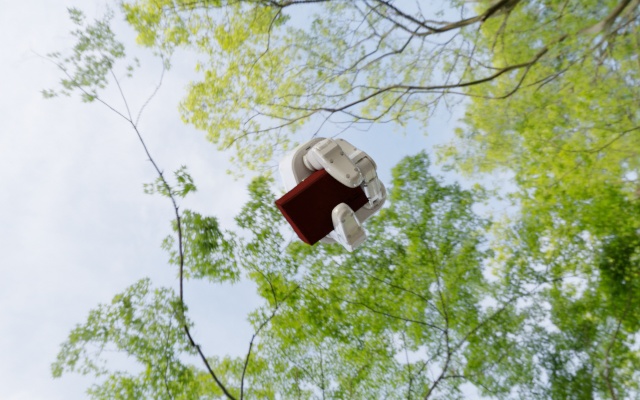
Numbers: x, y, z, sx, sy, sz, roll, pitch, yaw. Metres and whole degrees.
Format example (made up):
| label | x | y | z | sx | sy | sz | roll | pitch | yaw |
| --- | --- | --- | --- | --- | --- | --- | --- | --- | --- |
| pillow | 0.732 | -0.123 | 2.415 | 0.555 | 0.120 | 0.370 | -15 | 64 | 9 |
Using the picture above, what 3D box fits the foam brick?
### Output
| label | x | y | z | sx | sy | sz | roll | pitch | yaw |
| --- | --- | --- | --- | --- | --- | --- | --- | --- | --- |
| foam brick | 0.000 | 0.002 | 0.490 | 0.078 | 0.053 | 0.051 | -37 | 11 | -11 |
